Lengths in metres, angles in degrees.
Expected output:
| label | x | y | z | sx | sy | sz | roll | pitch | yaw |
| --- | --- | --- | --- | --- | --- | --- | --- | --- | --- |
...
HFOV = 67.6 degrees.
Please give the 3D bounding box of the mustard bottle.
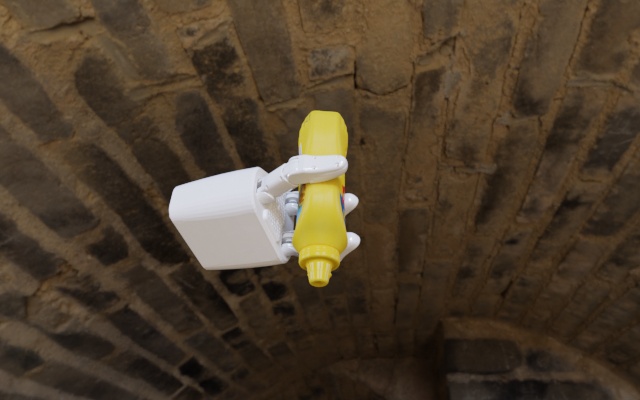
| label | x | y | z | sx | sy | sz | roll | pitch | yaw |
| --- | --- | --- | --- | --- | --- | --- | --- | --- | --- |
| mustard bottle | 0.000 | 0.001 | 0.519 | 0.058 | 0.191 | 0.096 | 4 | -34 | -3 |
